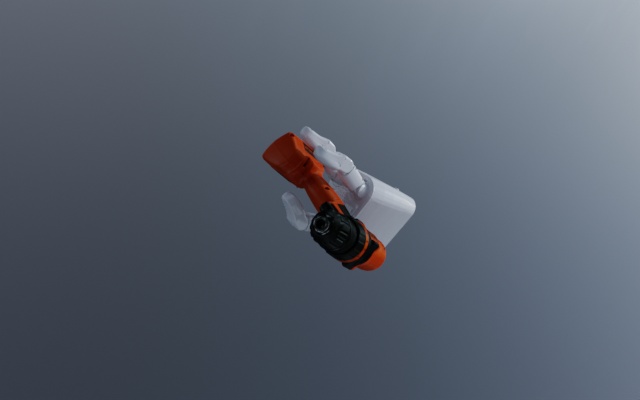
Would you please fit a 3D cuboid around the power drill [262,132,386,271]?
[{"bbox_3d":[0.000,0.002,0.602,0.057,0.187,0.184,-37,-28,7],"label":"power drill"}]
